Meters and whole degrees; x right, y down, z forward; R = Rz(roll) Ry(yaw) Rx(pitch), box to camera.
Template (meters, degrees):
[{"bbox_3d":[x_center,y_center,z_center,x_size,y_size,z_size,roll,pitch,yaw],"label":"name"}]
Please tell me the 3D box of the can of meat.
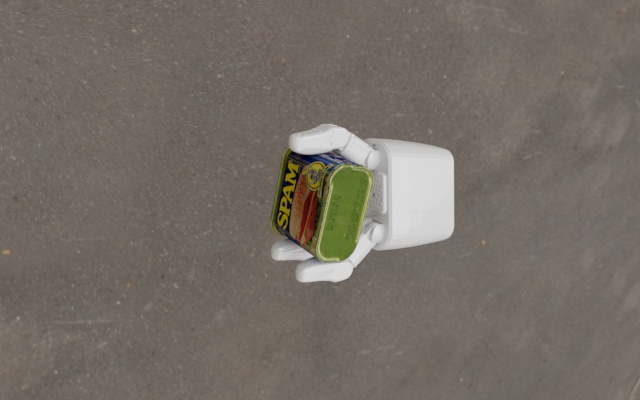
[{"bbox_3d":[0.000,0.002,0.473,0.057,0.102,0.084,2,17,-37],"label":"can of meat"}]
